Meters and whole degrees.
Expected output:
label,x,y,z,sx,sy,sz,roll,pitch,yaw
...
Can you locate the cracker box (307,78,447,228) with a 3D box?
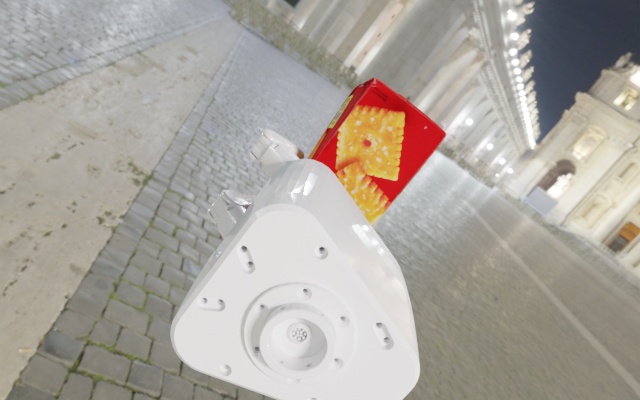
label,x,y,z,sx,sy,sz,roll,pitch,yaw
cracker box,0.000,0.001,0.409,0.072,0.214,0.164,37,12,-5
